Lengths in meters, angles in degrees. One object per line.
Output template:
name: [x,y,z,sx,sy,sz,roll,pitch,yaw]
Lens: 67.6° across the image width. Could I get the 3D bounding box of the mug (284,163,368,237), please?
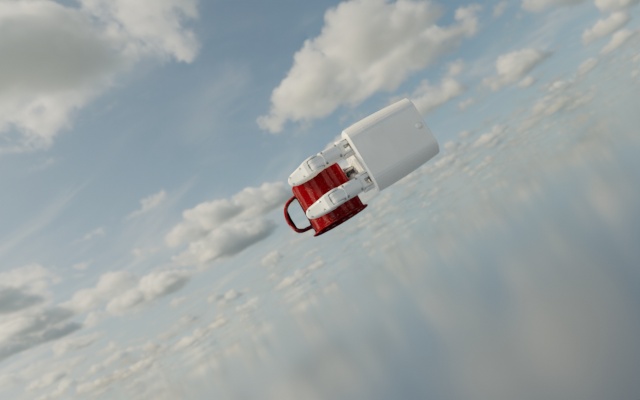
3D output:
mug: [-0.001,0.003,0.711,0.117,0.081,0.093,-30,-8,-5]
